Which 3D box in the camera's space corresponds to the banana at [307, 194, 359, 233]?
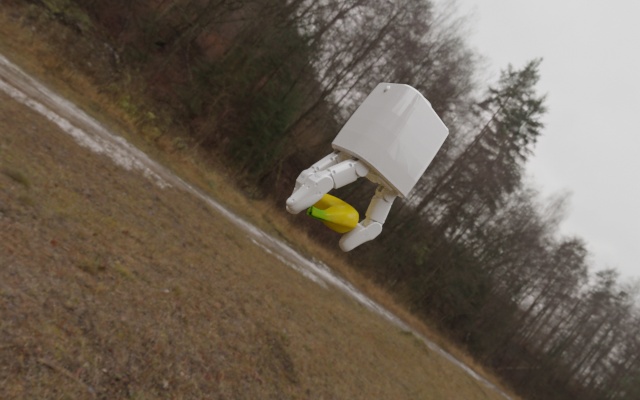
[{"bbox_3d":[0.016,0.013,0.644,0.069,0.037,0.198,33,2,-5],"label":"banana"}]
